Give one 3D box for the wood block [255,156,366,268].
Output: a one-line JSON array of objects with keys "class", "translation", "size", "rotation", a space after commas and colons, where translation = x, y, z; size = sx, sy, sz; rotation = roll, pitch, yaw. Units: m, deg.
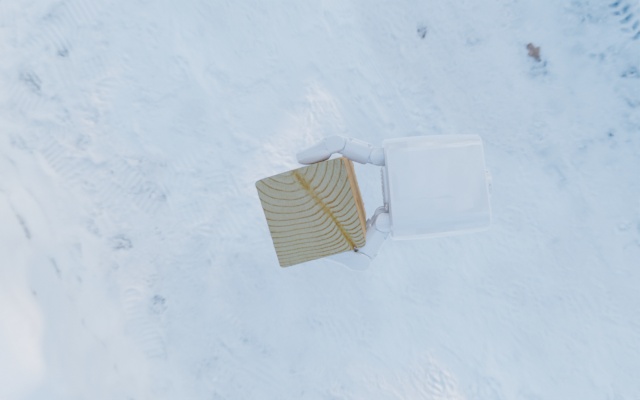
[{"class": "wood block", "translation": [0.000, 0.001, 0.557], "size": [0.090, 0.091, 0.206], "rotation": [-15, 4, 7]}]
